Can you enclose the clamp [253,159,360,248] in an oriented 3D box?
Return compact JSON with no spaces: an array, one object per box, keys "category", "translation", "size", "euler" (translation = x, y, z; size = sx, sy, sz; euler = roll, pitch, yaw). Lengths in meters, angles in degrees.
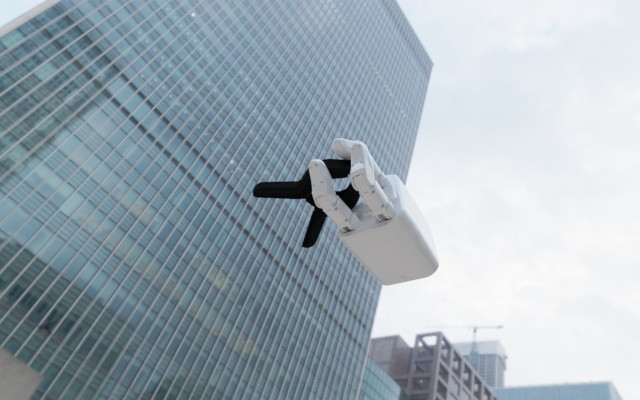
[{"category":"clamp","translation":[0.000,0.002,0.647],"size":[0.171,0.120,0.039],"euler":[-20,31,35]}]
